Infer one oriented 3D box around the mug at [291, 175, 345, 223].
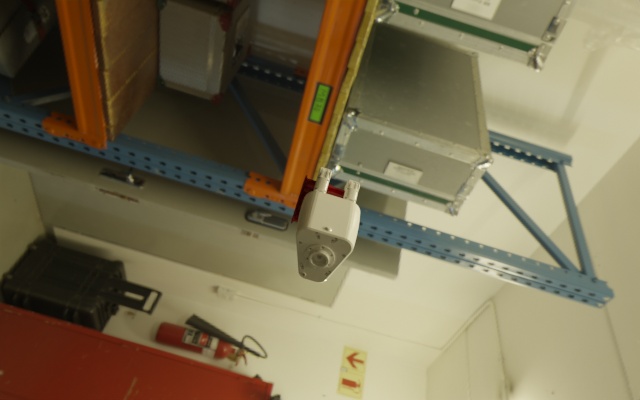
[{"bbox_3d":[0.001,0.002,0.888,0.081,0.093,0.117,17,34,-2],"label":"mug"}]
